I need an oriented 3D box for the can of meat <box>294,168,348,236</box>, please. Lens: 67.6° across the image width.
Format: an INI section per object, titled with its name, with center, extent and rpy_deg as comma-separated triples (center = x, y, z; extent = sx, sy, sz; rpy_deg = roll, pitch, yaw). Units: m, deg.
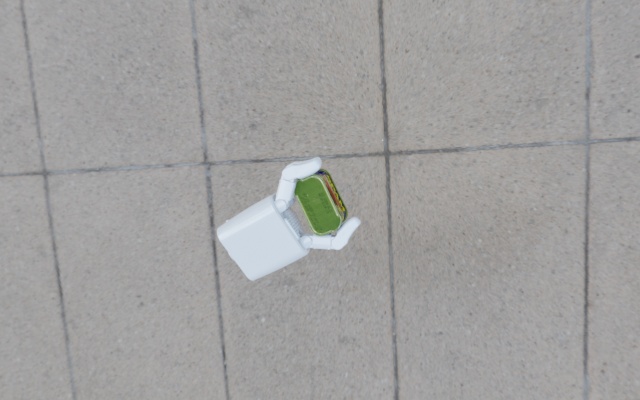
[can of meat]
center = 0.000, 0.003, 0.771
extent = 0.057, 0.102, 0.084
rpy_deg = -25, 3, 10
